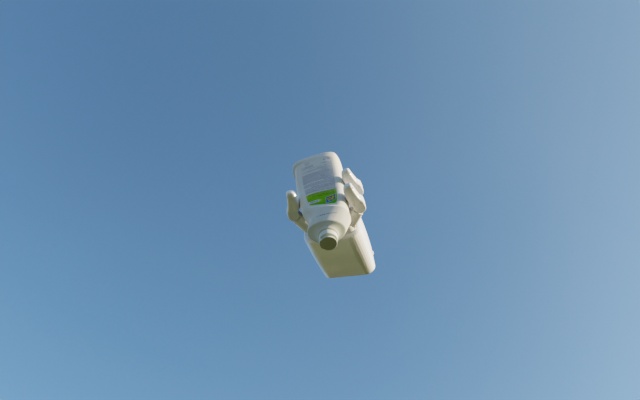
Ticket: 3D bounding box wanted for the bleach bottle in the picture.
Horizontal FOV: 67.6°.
[{"bbox_3d":[0.000,0.003,0.871,0.102,0.068,0.250,-18,33,9],"label":"bleach bottle"}]
